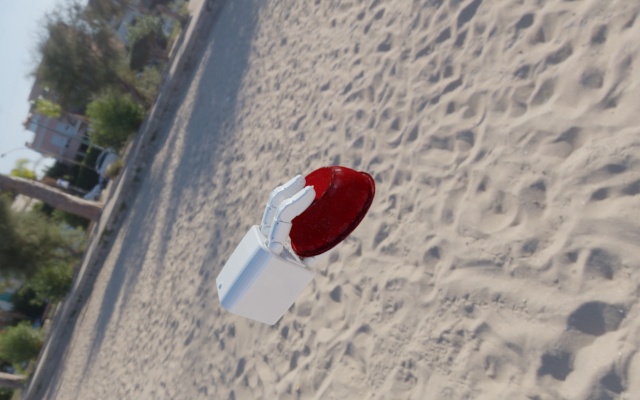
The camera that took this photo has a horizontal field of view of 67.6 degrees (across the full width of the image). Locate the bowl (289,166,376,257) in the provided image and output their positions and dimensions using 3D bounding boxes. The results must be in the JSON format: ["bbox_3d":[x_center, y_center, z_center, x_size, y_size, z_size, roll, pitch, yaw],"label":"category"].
[{"bbox_3d":[0.001,0.001,0.698,0.055,0.162,0.162,45,-24,-26],"label":"bowl"}]
